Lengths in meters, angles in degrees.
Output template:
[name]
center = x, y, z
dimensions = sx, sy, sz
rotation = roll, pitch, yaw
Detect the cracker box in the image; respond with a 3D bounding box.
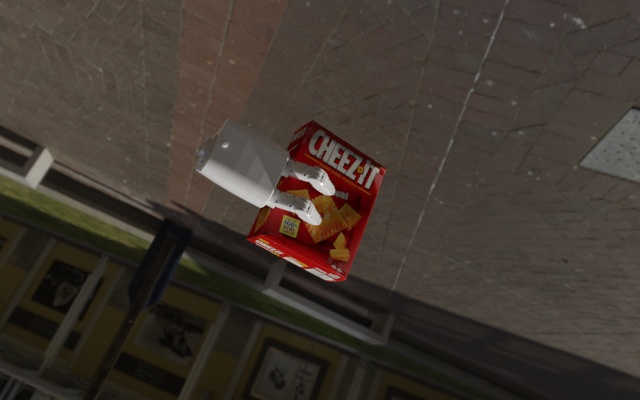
[cracker box]
center = 0.000, 0.003, 0.784
dimensions = 0.164, 0.213, 0.072
rotation = 31, -22, -21
